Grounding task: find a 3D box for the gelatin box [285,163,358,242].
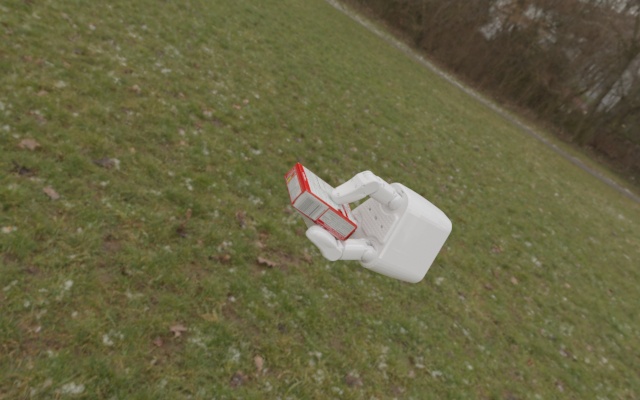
[{"bbox_3d":[0.000,0.001,0.589,0.089,0.030,0.073,36,18,-27],"label":"gelatin box"}]
